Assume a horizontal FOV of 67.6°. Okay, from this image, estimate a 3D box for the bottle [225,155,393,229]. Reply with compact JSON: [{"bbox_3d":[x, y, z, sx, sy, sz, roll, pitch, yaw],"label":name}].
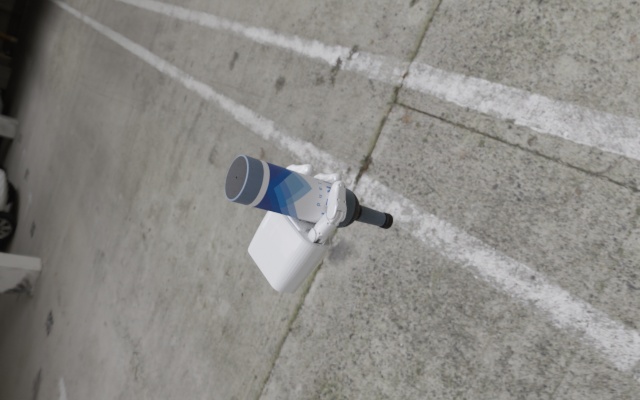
[{"bbox_3d":[0.000,0.002,0.738,0.296,0.069,0.069,16,-10,-35],"label":"bottle"}]
